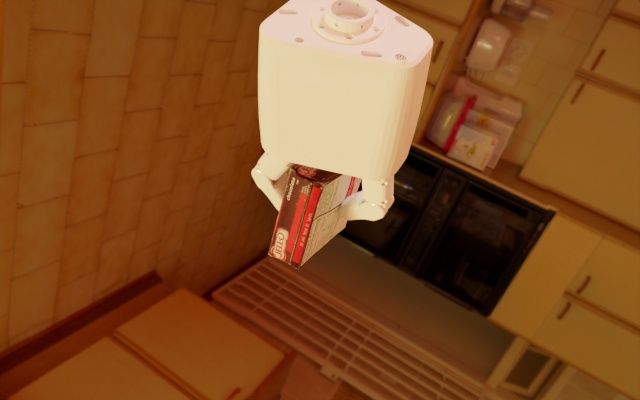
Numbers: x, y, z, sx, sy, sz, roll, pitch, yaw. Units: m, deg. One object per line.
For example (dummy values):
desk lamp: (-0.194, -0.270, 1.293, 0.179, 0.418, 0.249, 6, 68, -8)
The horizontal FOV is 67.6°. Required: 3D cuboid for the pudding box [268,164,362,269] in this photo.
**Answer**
pudding box: (0.000, 0.002, 0.457, 0.039, 0.090, 0.113, 27, 27, 18)
